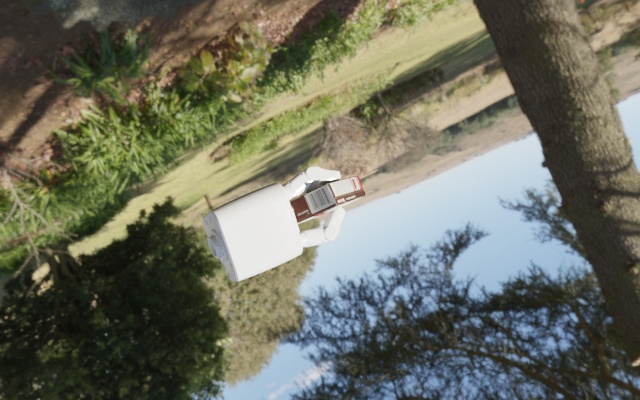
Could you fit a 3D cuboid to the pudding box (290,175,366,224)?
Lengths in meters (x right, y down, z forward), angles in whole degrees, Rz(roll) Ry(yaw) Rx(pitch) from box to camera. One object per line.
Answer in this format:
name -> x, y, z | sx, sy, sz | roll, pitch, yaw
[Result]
pudding box -> 0.000, 0.003, 0.739 | 0.113, 0.039, 0.090 | -23, -2, 36
